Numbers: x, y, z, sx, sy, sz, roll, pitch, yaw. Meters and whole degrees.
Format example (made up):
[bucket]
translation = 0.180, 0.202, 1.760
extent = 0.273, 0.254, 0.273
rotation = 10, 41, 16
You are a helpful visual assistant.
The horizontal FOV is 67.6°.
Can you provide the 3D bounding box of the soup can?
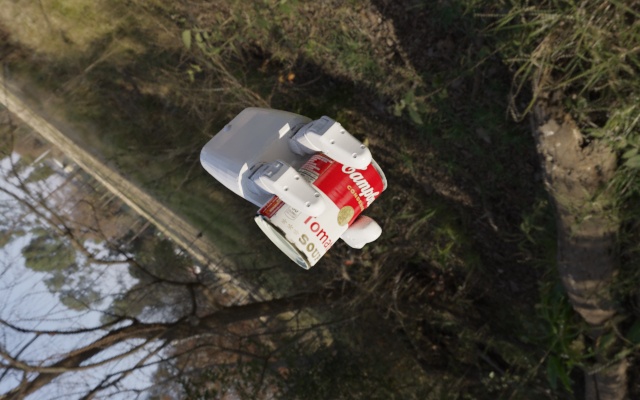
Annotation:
[soup can]
translation = 0.000, 0.002, 0.422
extent = 0.102, 0.068, 0.068
rotation = -46, 14, -14
